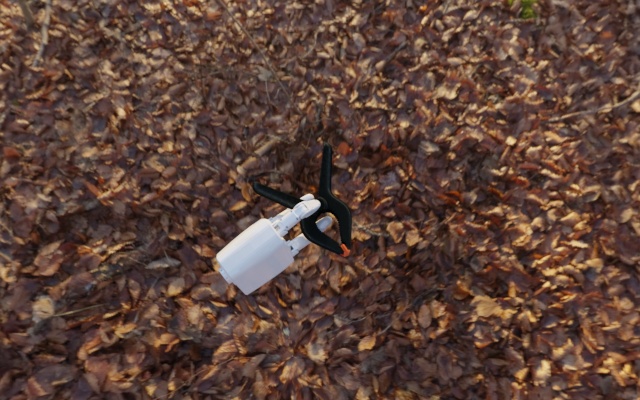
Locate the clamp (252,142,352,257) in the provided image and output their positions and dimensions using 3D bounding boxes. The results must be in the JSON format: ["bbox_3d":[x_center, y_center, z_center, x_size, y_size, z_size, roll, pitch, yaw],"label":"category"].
[{"bbox_3d":[0.000,0.003,0.862,0.164,0.210,0.036,-38,-12,-8],"label":"clamp"}]
